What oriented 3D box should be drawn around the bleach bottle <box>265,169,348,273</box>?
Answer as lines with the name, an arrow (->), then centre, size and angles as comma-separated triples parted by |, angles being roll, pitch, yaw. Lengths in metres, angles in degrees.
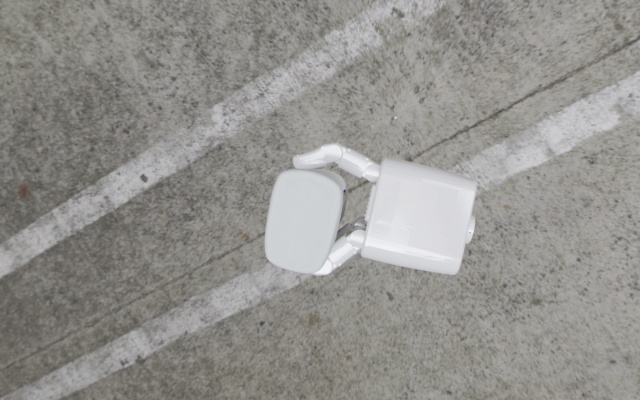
bleach bottle -> 0.000, 0.002, 0.565 | 0.068, 0.102, 0.251 | 14, 12, 6
